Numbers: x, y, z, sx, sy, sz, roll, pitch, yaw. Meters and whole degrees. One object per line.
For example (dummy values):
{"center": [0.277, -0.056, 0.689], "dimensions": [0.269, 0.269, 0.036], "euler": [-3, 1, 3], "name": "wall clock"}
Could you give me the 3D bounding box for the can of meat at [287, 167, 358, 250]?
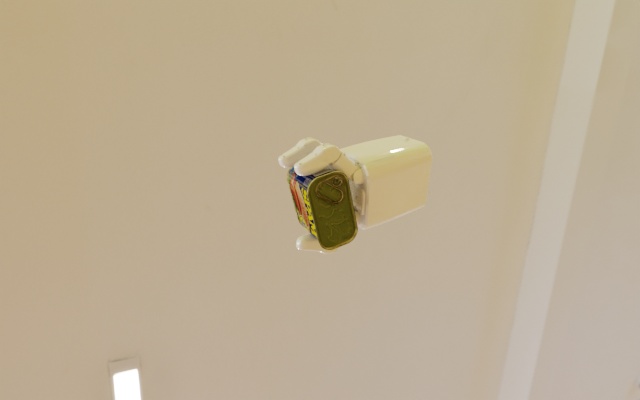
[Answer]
{"center": [0.000, 0.002, 0.635], "dimensions": [0.057, 0.102, 0.084], "euler": [-21, 25, -17], "name": "can of meat"}
